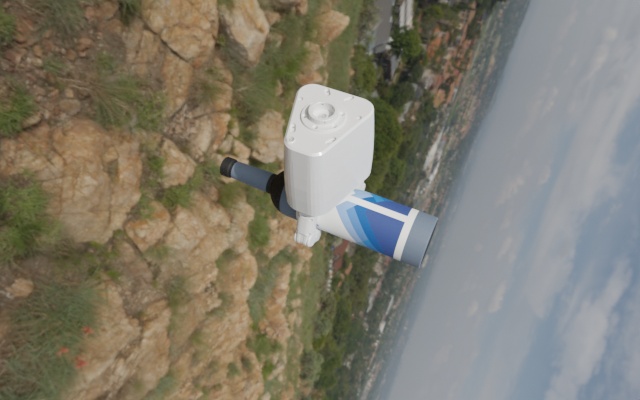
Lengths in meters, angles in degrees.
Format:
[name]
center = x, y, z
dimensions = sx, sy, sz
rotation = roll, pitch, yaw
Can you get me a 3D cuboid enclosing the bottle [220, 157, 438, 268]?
[bottle]
center = 0.000, 0.002, 0.624
dimensions = 0.295, 0.069, 0.069
rotation = 21, 6, 15
